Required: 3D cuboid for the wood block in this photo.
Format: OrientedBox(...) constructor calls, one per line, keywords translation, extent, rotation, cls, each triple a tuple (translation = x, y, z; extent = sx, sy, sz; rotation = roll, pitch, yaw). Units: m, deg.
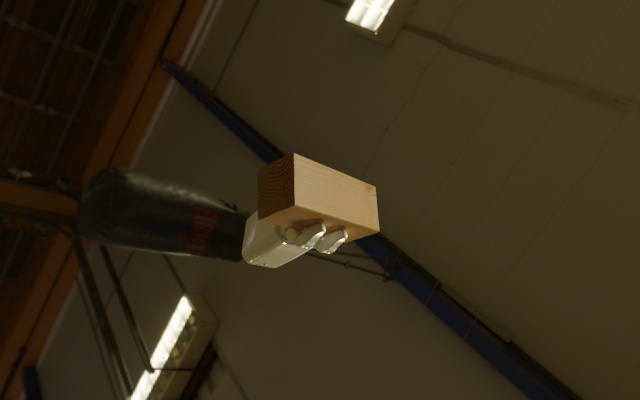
OrientedBox(translation=(0.000, 0.003, 0.817), extent=(0.090, 0.090, 0.206), rotation=(-22, -28, 39), cls="wood block")
